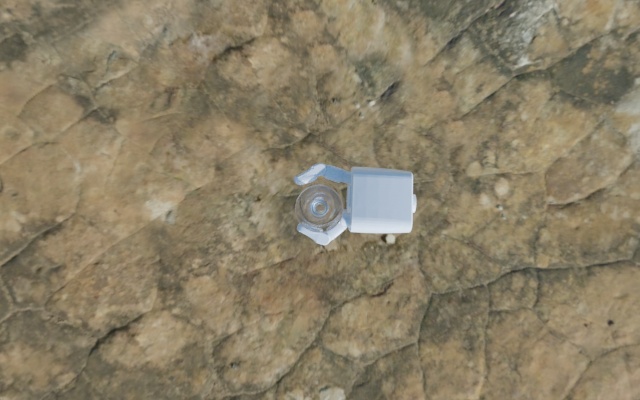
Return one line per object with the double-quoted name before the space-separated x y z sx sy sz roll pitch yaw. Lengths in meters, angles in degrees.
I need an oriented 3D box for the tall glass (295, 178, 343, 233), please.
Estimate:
"tall glass" 0.000 0.003 0.831 0.079 0.079 0.201 0 6 1
